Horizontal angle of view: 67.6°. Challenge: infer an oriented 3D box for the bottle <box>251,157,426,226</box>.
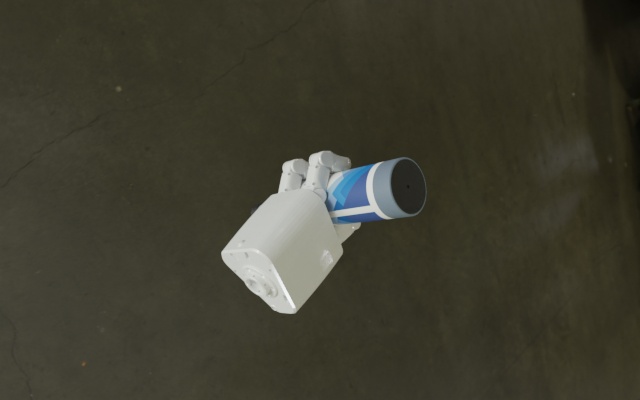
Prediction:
[{"bbox_3d":[0.000,0.002,0.637,0.069,0.069,0.296,0,-7,-42],"label":"bottle"}]
